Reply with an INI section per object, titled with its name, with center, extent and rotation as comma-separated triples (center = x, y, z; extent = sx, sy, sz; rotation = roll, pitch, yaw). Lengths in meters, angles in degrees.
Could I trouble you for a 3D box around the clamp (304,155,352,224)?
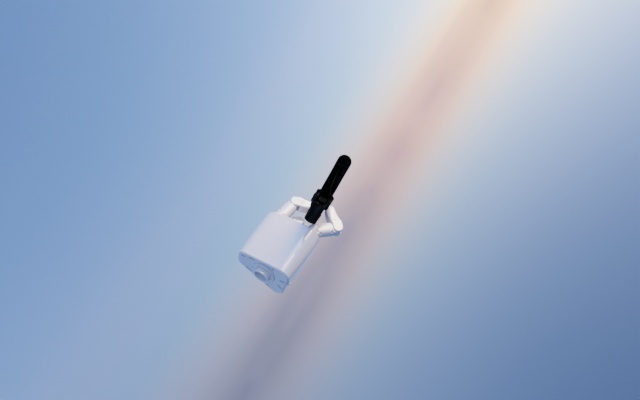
[clamp]
center = 0.000, 0.002, 0.856
extent = 0.039, 0.120, 0.172
rotation = 34, -35, 6
